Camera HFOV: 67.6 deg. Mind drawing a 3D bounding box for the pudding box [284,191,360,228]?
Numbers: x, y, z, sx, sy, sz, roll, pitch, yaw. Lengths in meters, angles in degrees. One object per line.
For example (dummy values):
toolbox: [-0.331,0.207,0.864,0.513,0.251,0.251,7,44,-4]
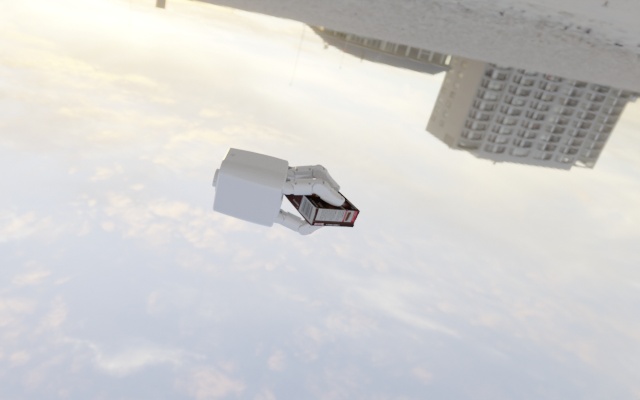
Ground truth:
pudding box: [0.000,0.003,0.823,0.090,0.039,0.113,3,29,-33]
